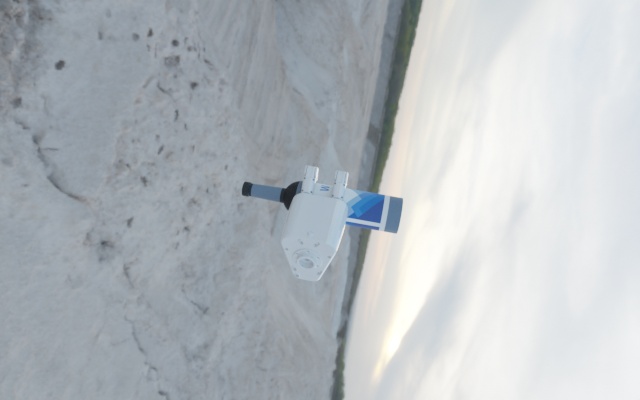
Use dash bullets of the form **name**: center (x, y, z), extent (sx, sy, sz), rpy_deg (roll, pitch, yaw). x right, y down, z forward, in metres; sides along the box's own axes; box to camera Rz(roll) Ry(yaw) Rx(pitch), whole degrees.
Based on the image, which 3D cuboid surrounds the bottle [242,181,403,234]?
- **bottle**: center (0.000, 0.003, 0.882), extent (0.296, 0.069, 0.069), rpy_deg (10, 1, 6)
